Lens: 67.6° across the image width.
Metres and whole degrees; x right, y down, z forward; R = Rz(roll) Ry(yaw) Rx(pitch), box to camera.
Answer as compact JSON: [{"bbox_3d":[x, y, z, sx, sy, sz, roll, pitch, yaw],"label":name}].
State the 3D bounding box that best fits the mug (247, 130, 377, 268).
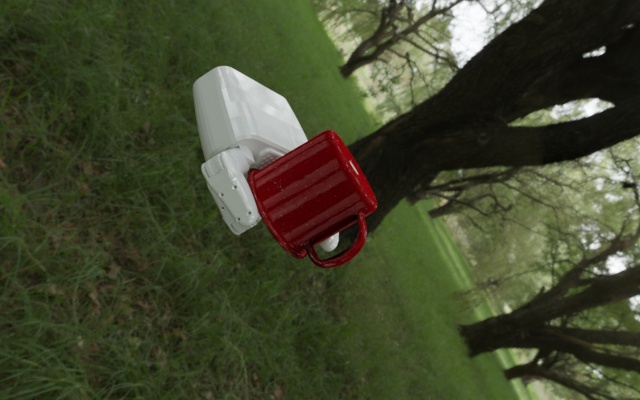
[{"bbox_3d":[0.001,0.002,0.410,0.081,0.117,0.093,-30,-31,11],"label":"mug"}]
